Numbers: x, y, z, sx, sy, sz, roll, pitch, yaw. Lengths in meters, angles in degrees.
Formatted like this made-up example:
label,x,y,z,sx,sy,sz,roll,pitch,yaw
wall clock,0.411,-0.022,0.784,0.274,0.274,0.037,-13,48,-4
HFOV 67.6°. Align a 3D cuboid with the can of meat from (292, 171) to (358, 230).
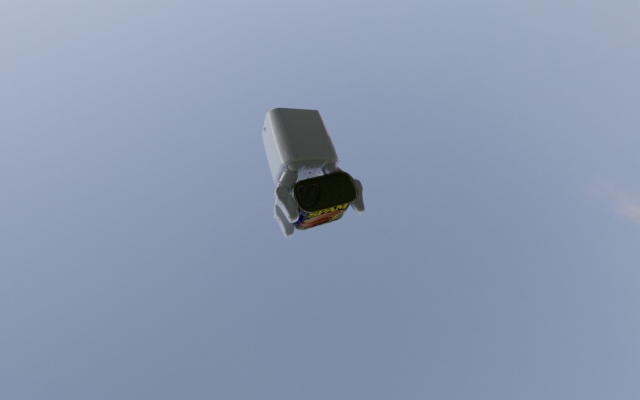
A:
label,x,y,z,sx,sy,sz,roll,pitch,yaw
can of meat,0.000,0.003,0.784,0.102,0.057,0.084,-15,-21,-19
